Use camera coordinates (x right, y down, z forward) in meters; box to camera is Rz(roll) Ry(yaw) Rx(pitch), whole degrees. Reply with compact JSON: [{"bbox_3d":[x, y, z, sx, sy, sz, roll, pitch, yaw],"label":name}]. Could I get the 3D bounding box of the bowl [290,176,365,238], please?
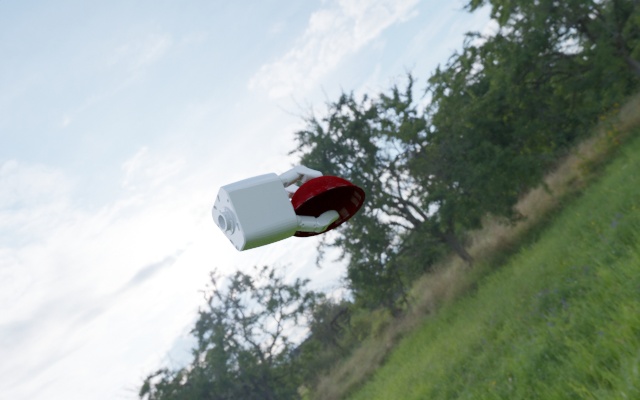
[{"bbox_3d":[0.001,0.003,0.893,0.162,0.055,0.162,-20,-29,-12],"label":"bowl"}]
